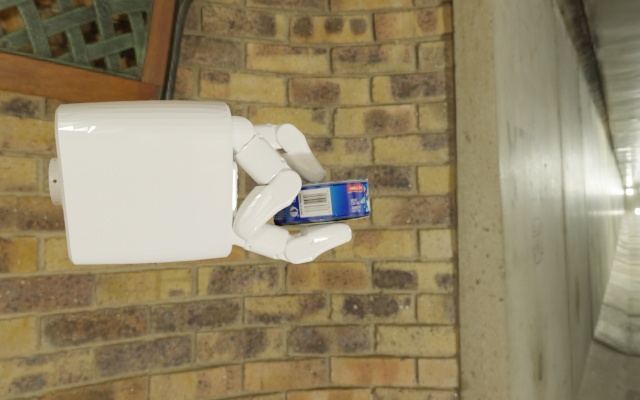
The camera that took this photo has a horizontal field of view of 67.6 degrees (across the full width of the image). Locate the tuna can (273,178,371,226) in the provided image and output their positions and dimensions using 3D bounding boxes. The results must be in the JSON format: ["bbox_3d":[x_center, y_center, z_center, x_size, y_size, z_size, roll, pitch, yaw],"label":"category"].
[{"bbox_3d":[0.000,0.002,0.413,0.086,0.034,0.086,-6,0,0],"label":"tuna can"}]
